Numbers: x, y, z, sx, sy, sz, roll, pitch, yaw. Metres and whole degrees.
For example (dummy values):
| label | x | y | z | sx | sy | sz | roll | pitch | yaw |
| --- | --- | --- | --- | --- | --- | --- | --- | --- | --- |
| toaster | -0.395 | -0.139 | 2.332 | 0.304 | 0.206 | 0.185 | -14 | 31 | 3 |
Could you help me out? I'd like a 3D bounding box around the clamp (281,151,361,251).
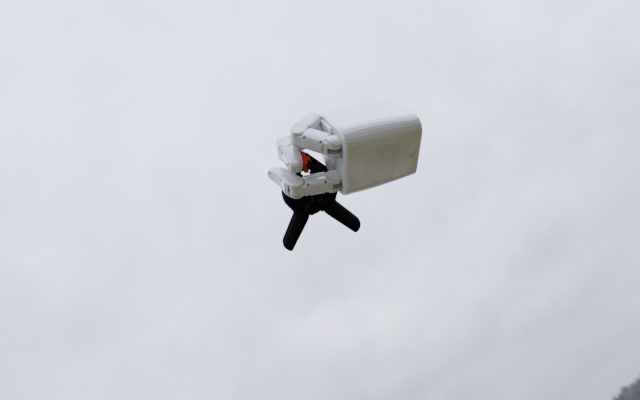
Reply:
| label | x | y | z | sx | sy | sz | roll | pitch | yaw |
| --- | --- | --- | --- | --- | --- | --- | --- | --- | --- |
| clamp | 0.000 | 0.002 | 0.677 | 0.120 | 0.172 | 0.039 | -14 | 47 | -12 |
